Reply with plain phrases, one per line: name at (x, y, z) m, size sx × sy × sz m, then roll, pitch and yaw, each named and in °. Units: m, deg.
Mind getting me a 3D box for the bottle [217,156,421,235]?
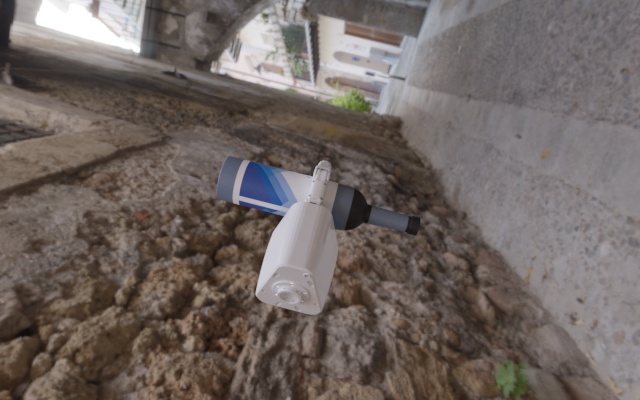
bottle at (0.000, 0.002, 0.702) m, size 0.296 × 0.069 × 0.069 m, roll 14°, pitch 0°, yaw 1°
